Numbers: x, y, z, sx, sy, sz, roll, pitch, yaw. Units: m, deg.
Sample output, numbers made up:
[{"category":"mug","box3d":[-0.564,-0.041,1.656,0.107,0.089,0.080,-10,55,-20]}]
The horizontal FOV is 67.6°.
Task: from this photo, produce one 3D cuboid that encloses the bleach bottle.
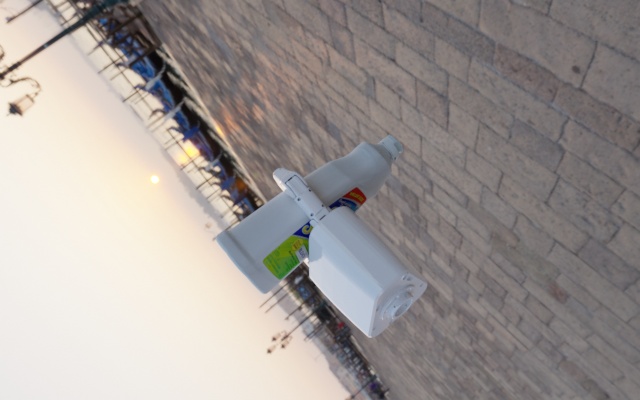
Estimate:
[{"category":"bleach bottle","box3d":[0.000,0.002,0.586,0.068,0.251,0.103,44,-12,31]}]
